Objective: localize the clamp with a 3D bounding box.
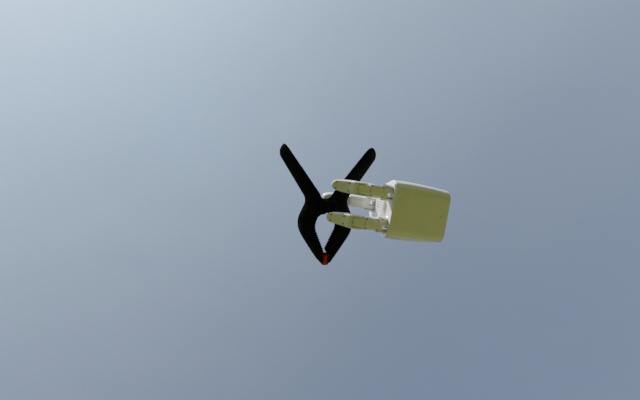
[{"bbox_3d":[0.000,0.003,0.809,0.164,0.210,0.036,8,6,-13],"label":"clamp"}]
